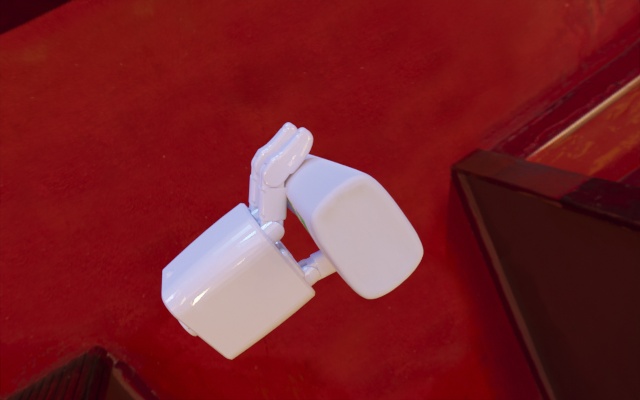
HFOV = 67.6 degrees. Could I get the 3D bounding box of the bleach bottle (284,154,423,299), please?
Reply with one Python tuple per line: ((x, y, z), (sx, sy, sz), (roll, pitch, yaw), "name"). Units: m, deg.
((0.000, 0.001, 0.473), (0.068, 0.102, 0.250), (-39, 20, -6), "bleach bottle")
